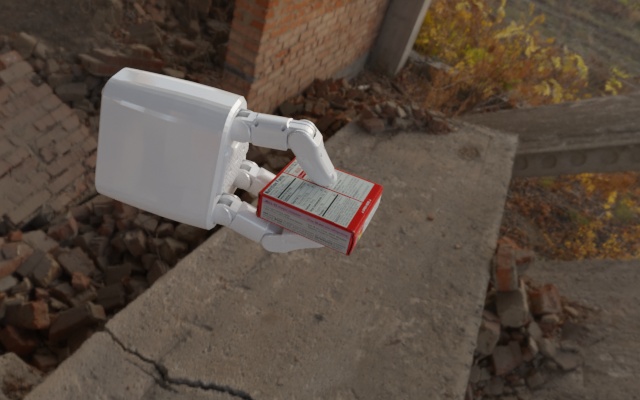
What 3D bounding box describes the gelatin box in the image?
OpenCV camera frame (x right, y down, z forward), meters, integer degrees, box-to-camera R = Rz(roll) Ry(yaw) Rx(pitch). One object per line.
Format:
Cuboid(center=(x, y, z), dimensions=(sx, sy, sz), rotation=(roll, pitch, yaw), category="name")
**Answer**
Cuboid(center=(0.000, 0.001, 0.414), dimensions=(0.089, 0.030, 0.073), rotation=(21, 39, 14), category="gelatin box")
